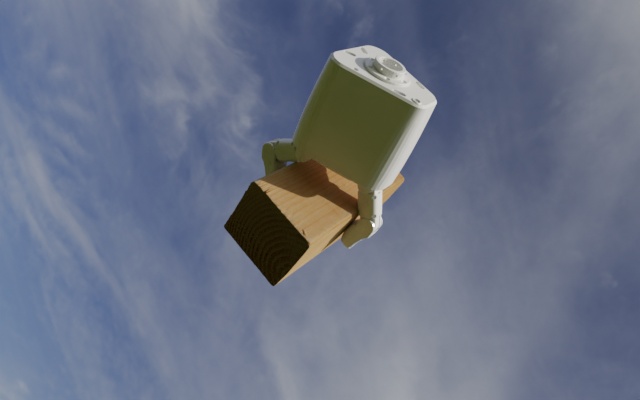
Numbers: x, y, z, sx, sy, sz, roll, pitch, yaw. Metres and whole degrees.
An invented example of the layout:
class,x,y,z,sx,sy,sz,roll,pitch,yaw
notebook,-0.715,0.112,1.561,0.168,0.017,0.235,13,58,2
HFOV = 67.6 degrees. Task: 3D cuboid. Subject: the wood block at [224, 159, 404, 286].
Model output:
class,x,y,z,sx,sy,sz,roll,pitch,yaw
wood block,0.001,0.002,0.572,0.206,0.091,0.090,-30,-15,-47
